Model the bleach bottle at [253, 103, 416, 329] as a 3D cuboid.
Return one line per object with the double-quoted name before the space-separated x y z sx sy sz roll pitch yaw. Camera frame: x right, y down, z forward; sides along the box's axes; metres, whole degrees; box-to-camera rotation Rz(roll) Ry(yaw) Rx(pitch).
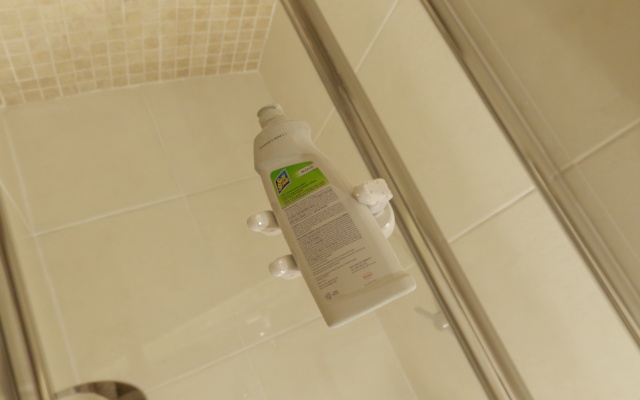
"bleach bottle" 0.000 0.002 0.514 0.102 0.250 0.068 -27 -15 5
